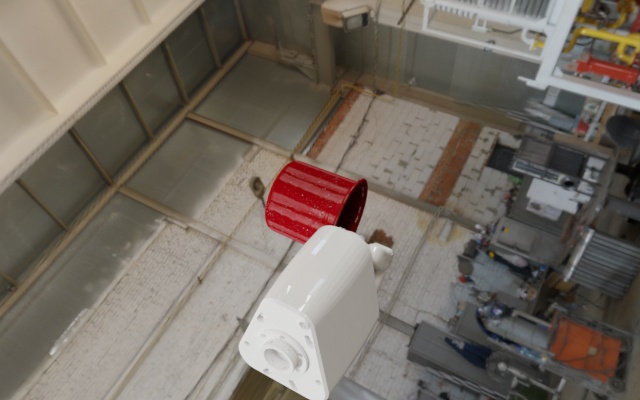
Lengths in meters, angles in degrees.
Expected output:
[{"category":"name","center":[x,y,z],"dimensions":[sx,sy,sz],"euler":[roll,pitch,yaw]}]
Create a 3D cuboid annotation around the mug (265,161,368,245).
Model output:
[{"category":"mug","center":[0.001,0.001,0.517],"dimensions":[0.081,0.093,0.117],"euler":[21,37,18]}]
